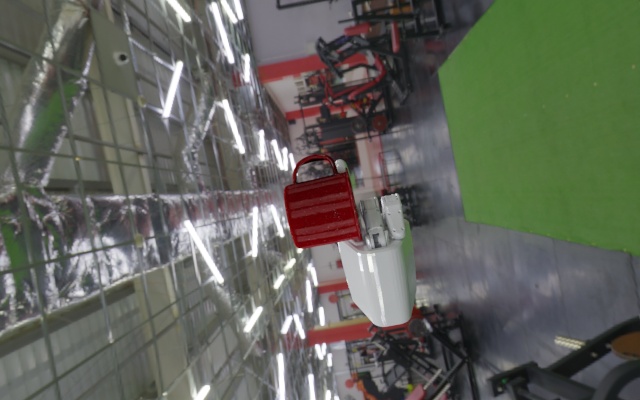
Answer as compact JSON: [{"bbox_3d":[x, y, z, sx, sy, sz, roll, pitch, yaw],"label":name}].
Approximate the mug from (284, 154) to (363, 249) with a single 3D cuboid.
[{"bbox_3d":[0.000,0.001,0.585,0.081,0.117,0.093,-12,12,3],"label":"mug"}]
